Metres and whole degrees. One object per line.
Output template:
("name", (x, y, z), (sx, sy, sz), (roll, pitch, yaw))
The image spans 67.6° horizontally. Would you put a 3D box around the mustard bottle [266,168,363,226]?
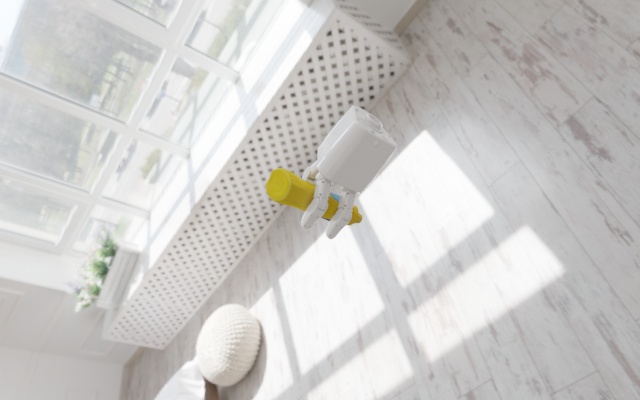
("mustard bottle", (0.000, 0.003, 0.864), (0.192, 0.058, 0.096), (23, 4, -31))
